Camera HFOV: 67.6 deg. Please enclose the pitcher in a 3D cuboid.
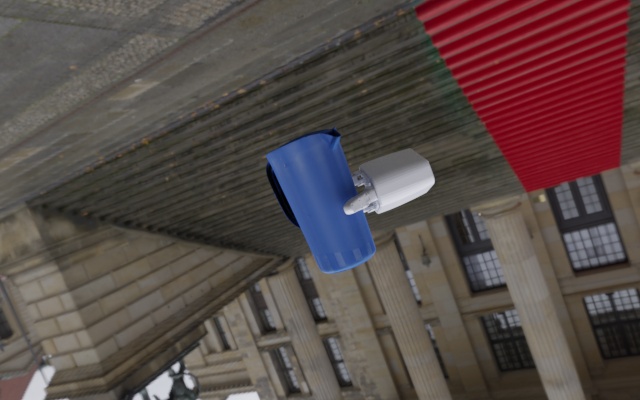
[{"bbox_3d":[0.000,0.003,0.856,0.145,0.243,0.149,-22,5,-4],"label":"pitcher"}]
